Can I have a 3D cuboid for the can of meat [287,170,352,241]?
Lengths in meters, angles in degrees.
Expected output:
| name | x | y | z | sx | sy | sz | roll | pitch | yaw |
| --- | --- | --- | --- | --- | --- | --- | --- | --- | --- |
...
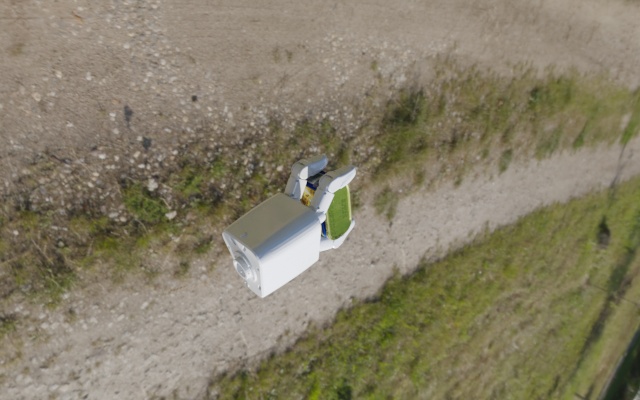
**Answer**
| name | x | y | z | sx | sy | sz | roll | pitch | yaw |
| --- | --- | --- | --- | --- | --- | --- | --- | --- | --- |
| can of meat | 0.000 | 0.003 | 0.739 | 0.057 | 0.102 | 0.084 | -31 | 40 | -31 |
